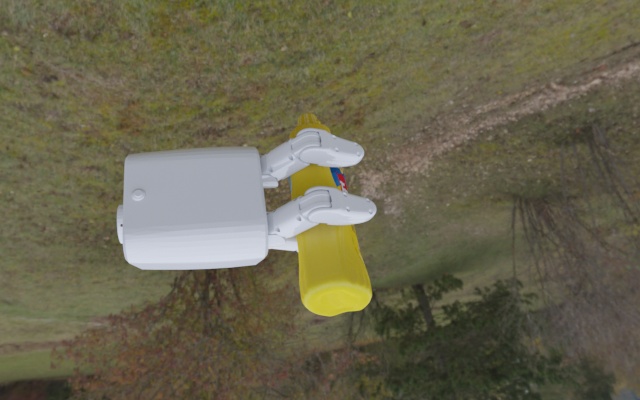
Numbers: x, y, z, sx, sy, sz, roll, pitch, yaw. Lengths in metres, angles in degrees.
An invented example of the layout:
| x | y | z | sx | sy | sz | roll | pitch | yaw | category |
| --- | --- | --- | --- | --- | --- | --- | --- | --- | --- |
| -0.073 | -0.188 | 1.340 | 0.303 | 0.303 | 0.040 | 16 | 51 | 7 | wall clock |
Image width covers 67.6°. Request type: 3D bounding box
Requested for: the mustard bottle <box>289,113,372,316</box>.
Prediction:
| x | y | z | sx | sy | sz | roll | pitch | yaw | category |
| --- | --- | --- | --- | --- | --- | --- | --- | --- | --- |
| 0.000 | 0.002 | 0.436 | 0.058 | 0.191 | 0.096 | -14 | -27 | 8 | mustard bottle |
